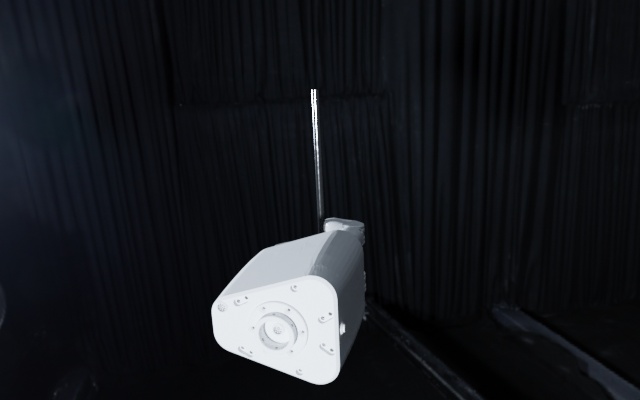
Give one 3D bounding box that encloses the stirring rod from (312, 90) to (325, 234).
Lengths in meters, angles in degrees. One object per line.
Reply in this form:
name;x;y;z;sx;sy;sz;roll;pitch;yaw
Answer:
stirring rod;0.000;0.002;0.525;0.011;0.239;0.011;-3;14;1
